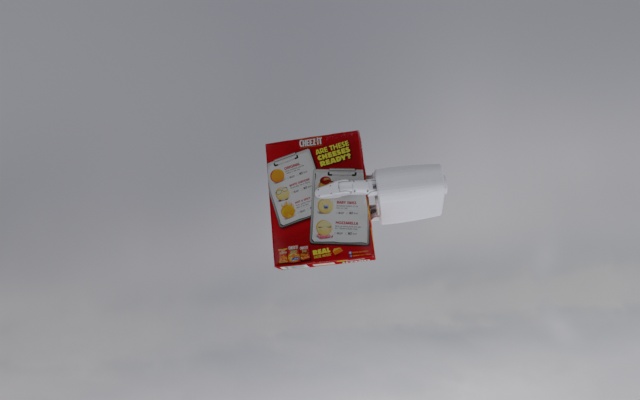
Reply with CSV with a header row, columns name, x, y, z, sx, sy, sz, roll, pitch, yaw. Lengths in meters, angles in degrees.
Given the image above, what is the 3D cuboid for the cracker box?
name,x,y,z,sx,sy,sz,roll,pitch,yaw
cracker box,0.000,0.003,0.809,0.164,0.213,0.072,-7,-13,7
